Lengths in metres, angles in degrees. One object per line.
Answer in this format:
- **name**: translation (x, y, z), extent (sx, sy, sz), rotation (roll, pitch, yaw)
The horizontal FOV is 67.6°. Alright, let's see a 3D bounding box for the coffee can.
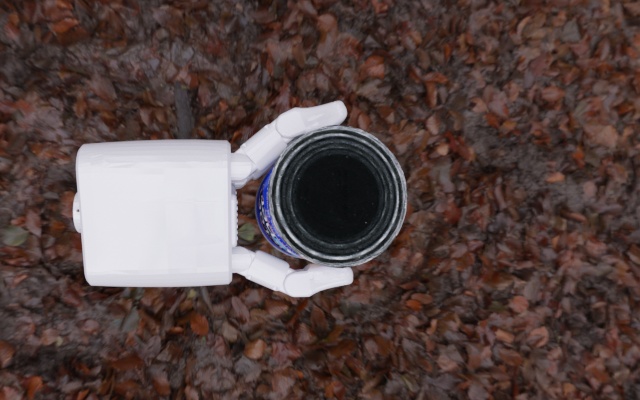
- **coffee can**: translation (0.000, 0.001, 0.407), extent (0.103, 0.103, 0.140), rotation (0, -4, -11)
